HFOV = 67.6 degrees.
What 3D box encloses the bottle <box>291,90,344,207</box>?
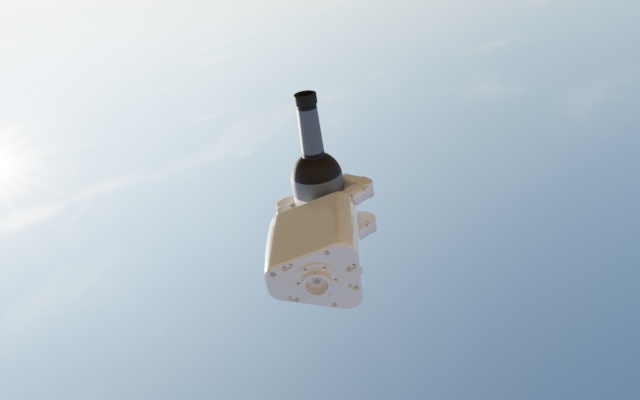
[{"bbox_3d":[0.000,0.002,0.629,0.069,0.296,0.069,-6,30,4],"label":"bottle"}]
